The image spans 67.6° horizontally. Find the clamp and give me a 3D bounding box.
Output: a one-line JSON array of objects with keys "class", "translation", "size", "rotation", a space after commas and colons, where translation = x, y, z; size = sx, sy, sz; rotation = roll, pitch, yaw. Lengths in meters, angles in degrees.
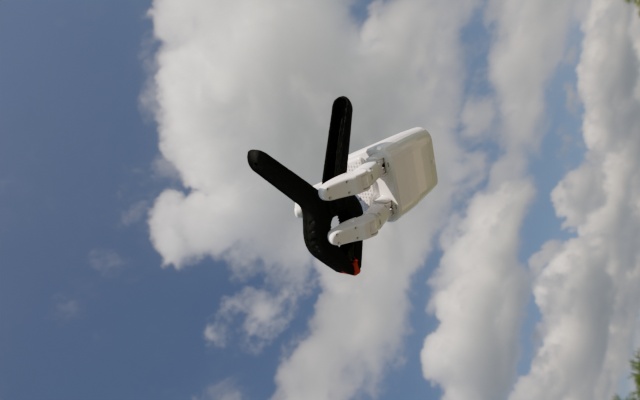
[{"class": "clamp", "translation": [0.000, 0.002, 0.547], "size": [0.036, 0.210, 0.164], "rotation": [5, 26, 43]}]
